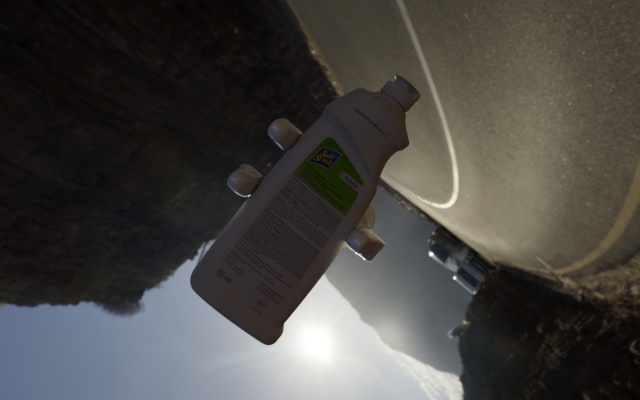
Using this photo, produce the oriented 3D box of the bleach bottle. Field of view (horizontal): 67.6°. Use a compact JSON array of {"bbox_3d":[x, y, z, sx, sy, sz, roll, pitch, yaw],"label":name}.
[{"bbox_3d":[0.000,0.001,0.422,0.102,0.251,0.068,40,5,-11],"label":"bleach bottle"}]
